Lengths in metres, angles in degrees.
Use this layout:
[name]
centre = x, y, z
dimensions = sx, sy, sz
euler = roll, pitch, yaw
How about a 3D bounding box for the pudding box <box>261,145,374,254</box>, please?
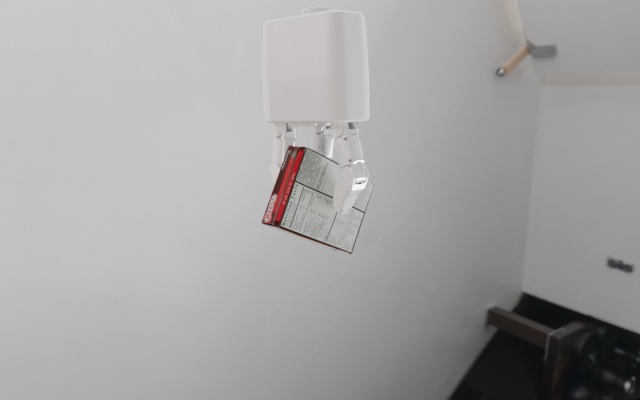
[pudding box]
centre = 0.000, 0.002, 0.525
dimensions = 0.113, 0.090, 0.039
euler = 24, -8, -36
